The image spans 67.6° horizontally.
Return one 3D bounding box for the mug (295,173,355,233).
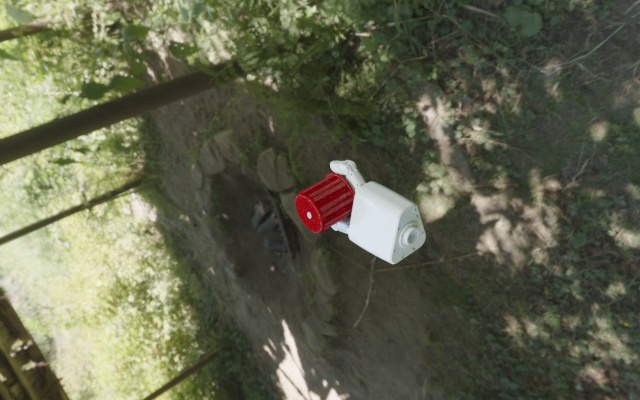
[{"bbox_3d":[-0.001,0.002,0.887,0.081,0.093,0.117,-30,38,-28],"label":"mug"}]
